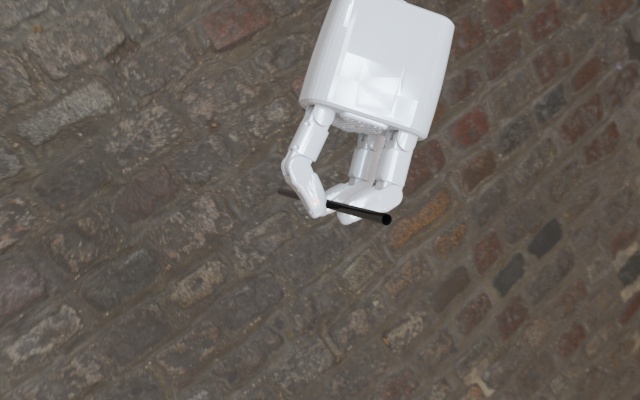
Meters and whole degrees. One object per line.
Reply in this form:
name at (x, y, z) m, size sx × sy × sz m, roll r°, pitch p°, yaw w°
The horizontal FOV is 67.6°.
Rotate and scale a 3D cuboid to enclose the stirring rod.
stirring rod at (0.000, 0.001, 0.443) m, size 0.011 × 0.011 × 0.239 m, roll 0°, pitch 6°, yaw -23°
